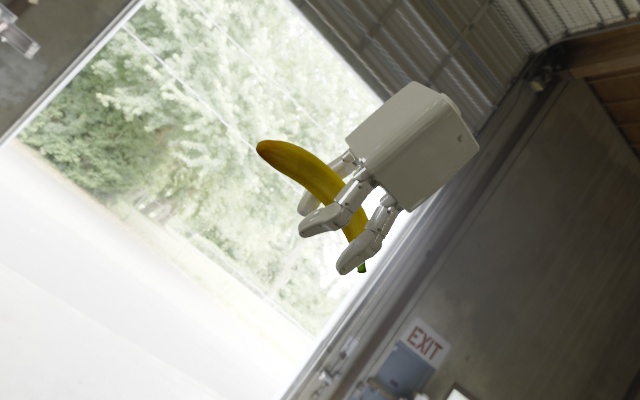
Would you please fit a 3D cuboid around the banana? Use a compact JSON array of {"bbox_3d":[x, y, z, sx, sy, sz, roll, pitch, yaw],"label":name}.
[{"bbox_3d":[0.006,-0.006,0.542,0.037,0.198,0.069,-29,24,28],"label":"banana"}]
